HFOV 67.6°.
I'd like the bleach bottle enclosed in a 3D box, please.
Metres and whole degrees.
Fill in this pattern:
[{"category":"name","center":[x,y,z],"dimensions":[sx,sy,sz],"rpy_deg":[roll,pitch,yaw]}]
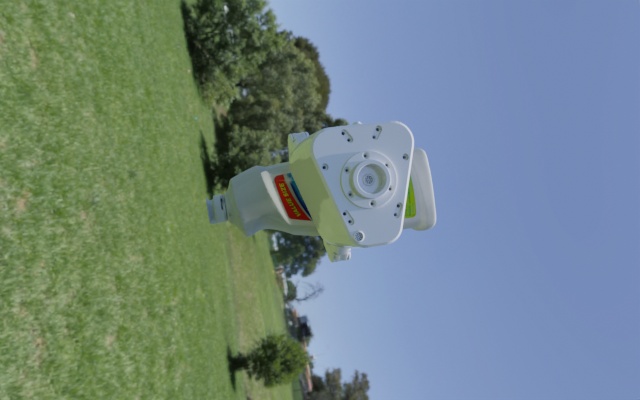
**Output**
[{"category":"bleach bottle","center":[0.000,0.002,0.545],"dimensions":[0.251,0.102,0.068],"rpy_deg":[-8,1,-11]}]
